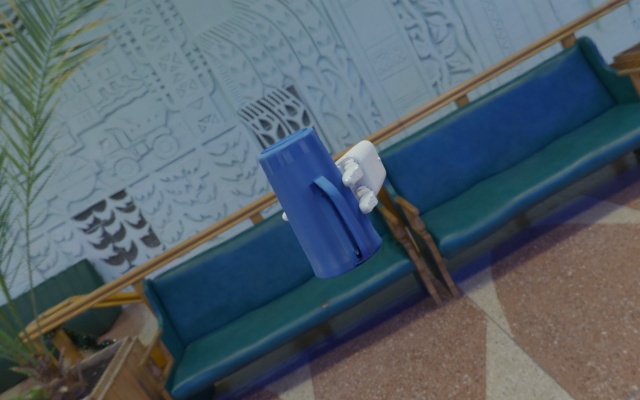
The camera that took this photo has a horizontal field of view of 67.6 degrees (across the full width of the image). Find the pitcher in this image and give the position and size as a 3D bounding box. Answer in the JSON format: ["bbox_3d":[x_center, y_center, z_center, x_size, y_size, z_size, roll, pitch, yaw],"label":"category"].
[{"bbox_3d":[0.000,0.003,0.816,0.149,0.243,0.145,-22,14,28],"label":"pitcher"}]
